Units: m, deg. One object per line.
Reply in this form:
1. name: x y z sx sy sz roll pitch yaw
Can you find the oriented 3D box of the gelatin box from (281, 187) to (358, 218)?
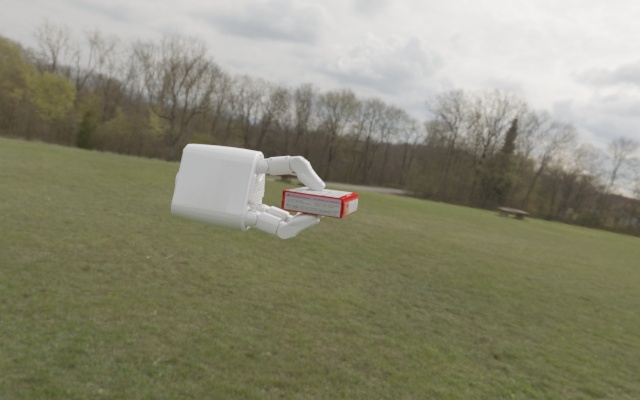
1. gelatin box: 0.000 0.002 0.663 0.089 0.030 0.073 7 8 19
